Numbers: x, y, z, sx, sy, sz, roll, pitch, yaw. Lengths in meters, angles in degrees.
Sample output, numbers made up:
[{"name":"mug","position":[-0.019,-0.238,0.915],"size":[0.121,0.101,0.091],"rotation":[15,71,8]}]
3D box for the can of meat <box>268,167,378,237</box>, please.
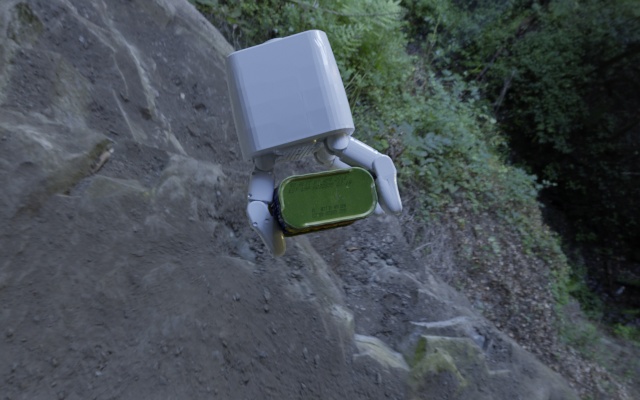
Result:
[{"name":"can of meat","position":[0.000,0.002,0.492],"size":[0.102,0.057,0.084],"rotation":[-10,-5,-12]}]
